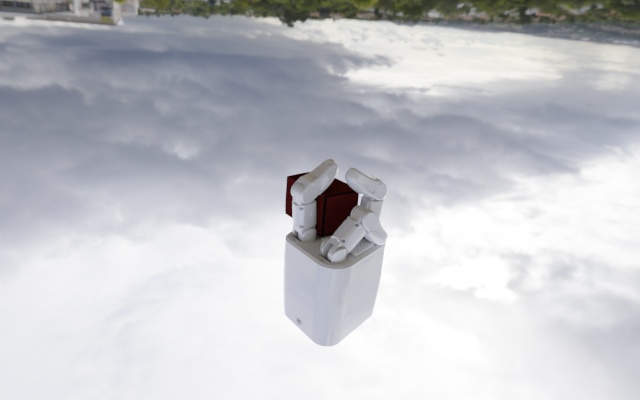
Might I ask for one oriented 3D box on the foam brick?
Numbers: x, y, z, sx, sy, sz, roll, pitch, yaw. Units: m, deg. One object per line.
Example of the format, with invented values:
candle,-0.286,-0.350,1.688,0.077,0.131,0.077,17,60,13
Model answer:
foam brick,0.000,0.002,0.568,0.053,0.051,0.078,-12,27,-35
